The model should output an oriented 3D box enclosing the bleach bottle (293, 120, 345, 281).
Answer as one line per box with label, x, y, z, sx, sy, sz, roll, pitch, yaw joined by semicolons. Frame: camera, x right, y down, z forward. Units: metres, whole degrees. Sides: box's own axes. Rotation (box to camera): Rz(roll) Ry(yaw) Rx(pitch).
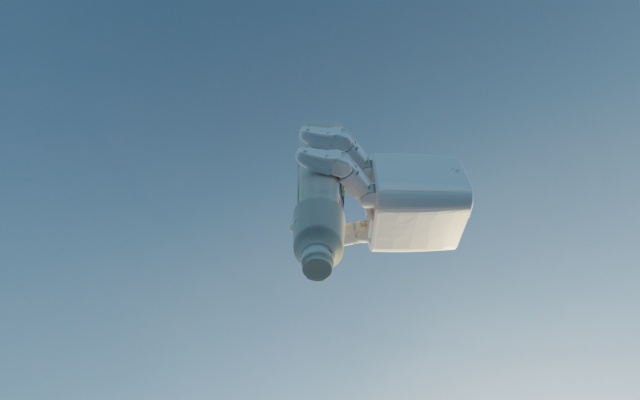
bleach bottle;0.000;0.002;0.550;0.068;0.103;0.250;-1;34;2
